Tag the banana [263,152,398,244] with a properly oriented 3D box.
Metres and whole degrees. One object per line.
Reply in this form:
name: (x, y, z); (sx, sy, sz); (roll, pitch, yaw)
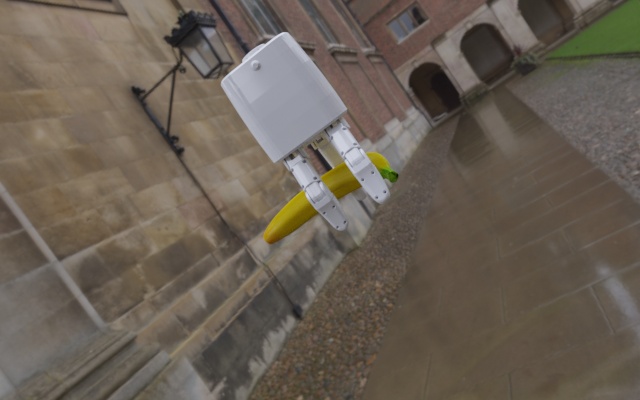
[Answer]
banana: (0.008, -0.008, 0.568); (0.198, 0.037, 0.069); (-30, 15, 32)
